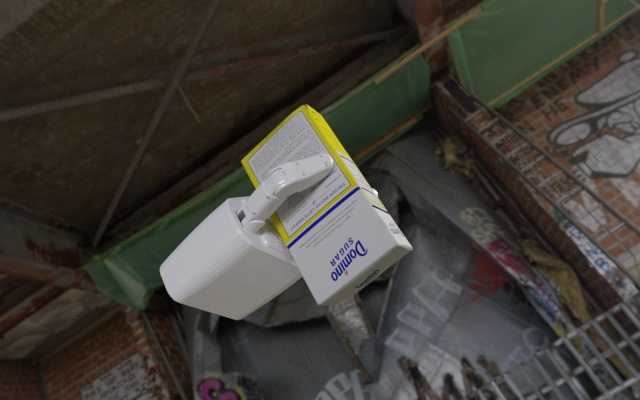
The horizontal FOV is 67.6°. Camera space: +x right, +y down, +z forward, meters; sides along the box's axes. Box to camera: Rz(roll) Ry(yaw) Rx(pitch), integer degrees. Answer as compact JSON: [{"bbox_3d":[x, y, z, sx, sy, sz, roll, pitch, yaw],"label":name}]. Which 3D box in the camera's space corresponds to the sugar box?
[{"bbox_3d":[0.000,0.002,0.457,0.093,0.176,0.048,-40,-26,18],"label":"sugar box"}]
